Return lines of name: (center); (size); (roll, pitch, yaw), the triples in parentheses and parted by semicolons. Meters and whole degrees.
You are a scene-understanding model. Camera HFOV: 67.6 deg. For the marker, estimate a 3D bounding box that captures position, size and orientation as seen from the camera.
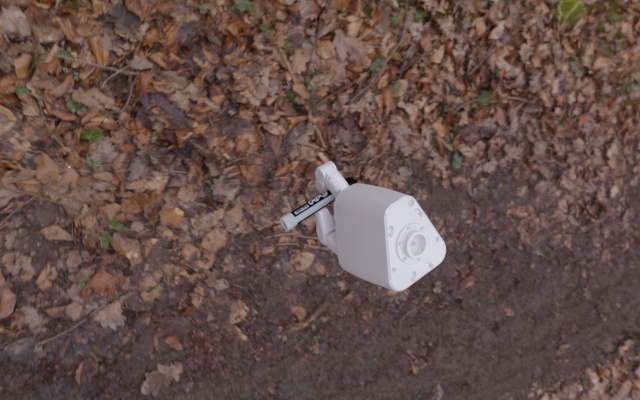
marker: (0.000, 0.002, 0.641); (0.121, 0.020, 0.020); (-31, 13, -22)
